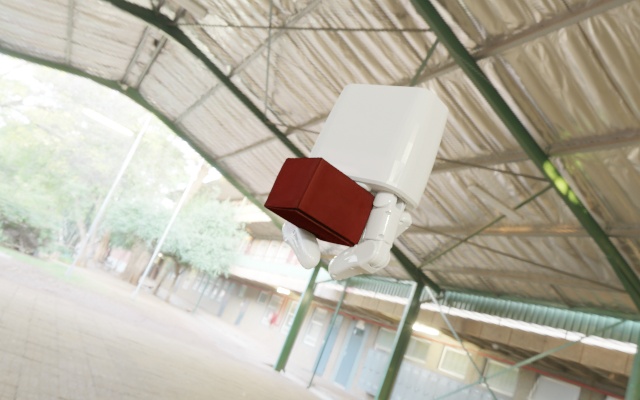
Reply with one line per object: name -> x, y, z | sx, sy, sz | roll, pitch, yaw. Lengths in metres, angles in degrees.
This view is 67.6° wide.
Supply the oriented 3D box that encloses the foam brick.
foam brick -> 0.000, 0.001, 0.426 | 0.078, 0.051, 0.053 | 33, -17, -36
